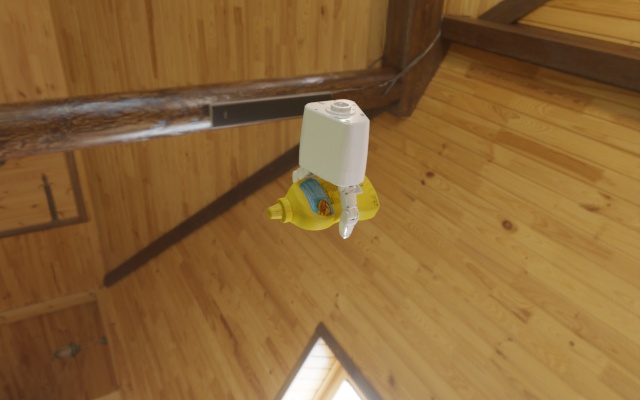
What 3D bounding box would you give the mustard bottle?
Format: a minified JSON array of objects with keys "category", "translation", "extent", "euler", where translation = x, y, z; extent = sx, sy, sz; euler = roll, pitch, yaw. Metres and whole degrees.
[{"category":"mustard bottle","translation":[0.000,0.003,0.819],"extent":[0.191,0.096,0.058],"euler":[-12,-32,-27]}]
